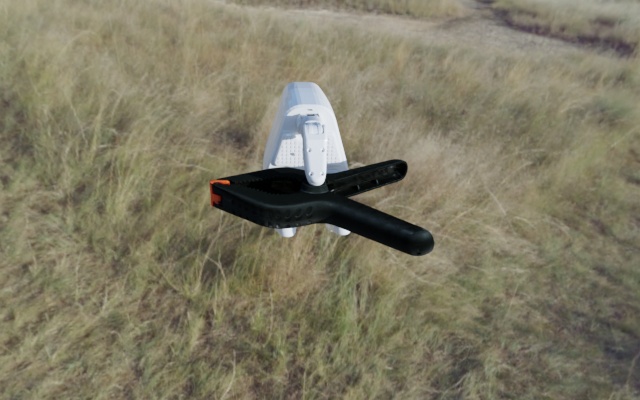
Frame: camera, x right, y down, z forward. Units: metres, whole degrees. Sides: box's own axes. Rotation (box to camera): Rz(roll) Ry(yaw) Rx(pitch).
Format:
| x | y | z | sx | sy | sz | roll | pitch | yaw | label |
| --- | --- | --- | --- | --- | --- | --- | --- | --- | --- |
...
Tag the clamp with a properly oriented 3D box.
| x | y | z | sx | sy | sz | roll | pitch | yaw | label |
| --- | --- | --- | --- | --- | --- | --- | --- | --- | --- |
| 0.000 | 0.001 | 0.453 | 0.210 | 0.036 | 0.164 | -1 | 27 | -6 | clamp |
